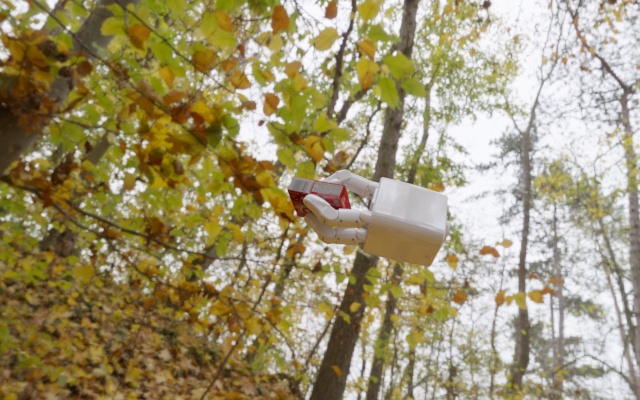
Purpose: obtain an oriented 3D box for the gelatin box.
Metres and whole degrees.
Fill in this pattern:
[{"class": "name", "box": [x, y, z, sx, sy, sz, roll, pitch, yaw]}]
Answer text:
[{"class": "gelatin box", "box": [0.000, 0.002, 0.732, 0.089, 0.030, 0.073, 11, -32, 20]}]
